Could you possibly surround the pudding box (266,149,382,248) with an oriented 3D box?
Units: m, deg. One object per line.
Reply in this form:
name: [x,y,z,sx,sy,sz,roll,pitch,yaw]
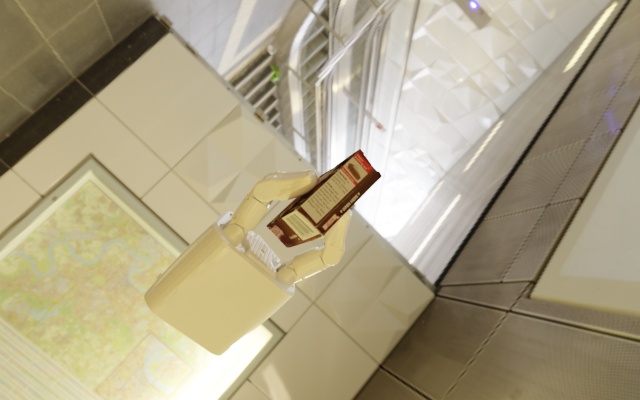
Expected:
pudding box: [0.000,0.002,0.483,0.090,0.039,0.113,-45,8,-22]
